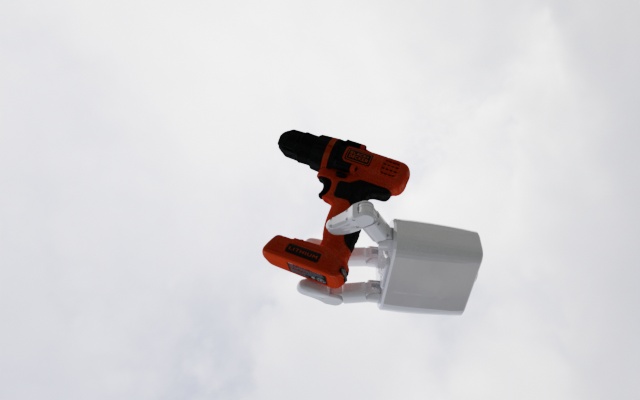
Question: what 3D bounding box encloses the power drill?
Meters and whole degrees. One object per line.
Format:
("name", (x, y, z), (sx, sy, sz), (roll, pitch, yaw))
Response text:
("power drill", (0.000, 0.002, 0.604), (0.184, 0.187, 0.057), (19, -22, 17))
